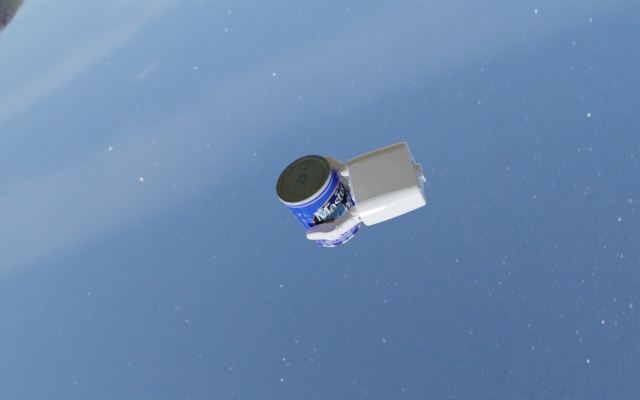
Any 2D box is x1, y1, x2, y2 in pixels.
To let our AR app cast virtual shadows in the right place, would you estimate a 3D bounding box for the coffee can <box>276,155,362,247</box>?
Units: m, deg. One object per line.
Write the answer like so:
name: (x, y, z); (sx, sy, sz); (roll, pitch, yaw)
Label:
coffee can: (0.000, 0.003, 0.843); (0.103, 0.102, 0.140); (0, -35, 33)
